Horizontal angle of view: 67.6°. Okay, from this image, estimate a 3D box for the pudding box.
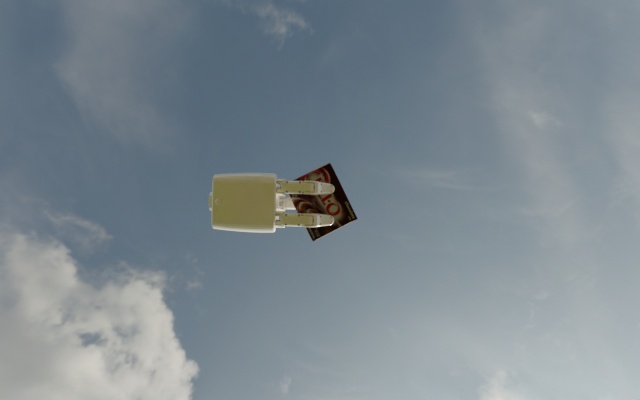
[{"bbox_3d":[0.000,0.003,0.845,0.090,0.113,0.039,-27,3,-5],"label":"pudding box"}]
